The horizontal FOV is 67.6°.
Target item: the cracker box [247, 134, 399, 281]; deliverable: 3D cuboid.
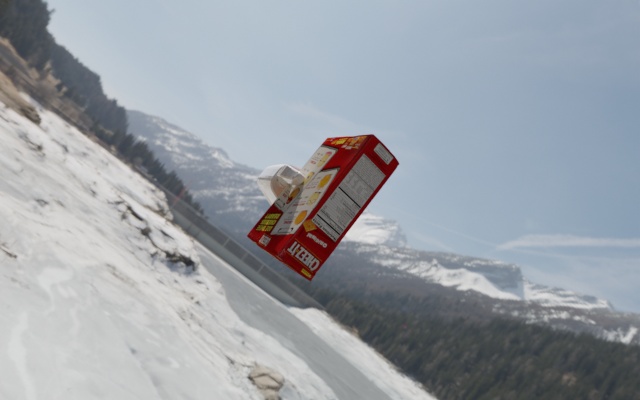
[{"bbox_3d":[0.000,0.002,0.718,0.072,0.213,0.164,42,-11,-21],"label":"cracker box"}]
